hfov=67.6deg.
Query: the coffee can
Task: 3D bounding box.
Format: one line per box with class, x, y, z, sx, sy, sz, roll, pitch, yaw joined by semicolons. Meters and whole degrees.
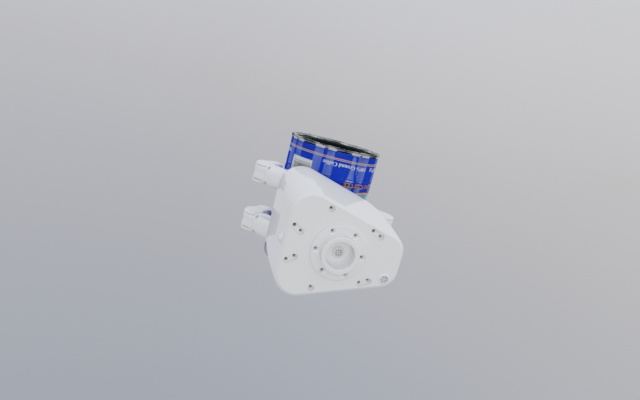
coffee can;0.000;0.002;0.551;0.103;0.140;0.102;14;12;-3
